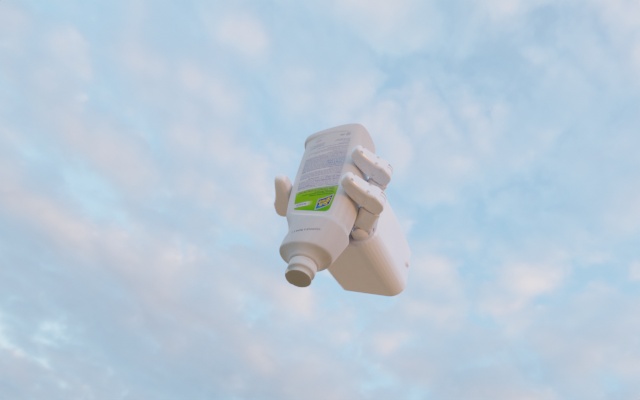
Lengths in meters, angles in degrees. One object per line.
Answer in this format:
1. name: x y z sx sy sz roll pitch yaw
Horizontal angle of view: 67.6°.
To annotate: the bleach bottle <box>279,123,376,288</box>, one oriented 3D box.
1. bleach bottle: 0.000 0.002 0.587 0.102 0.068 0.250 -13 35 28
